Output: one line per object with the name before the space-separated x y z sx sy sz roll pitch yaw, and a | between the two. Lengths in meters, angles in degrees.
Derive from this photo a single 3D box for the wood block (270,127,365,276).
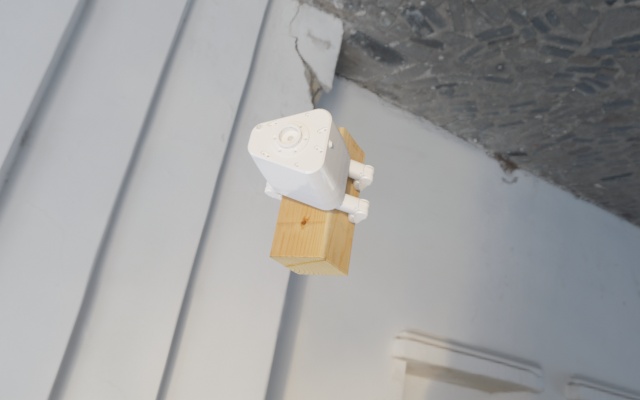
wood block | 0.000 0.002 0.732 0.091 0.206 0.090 -3 -25 29
